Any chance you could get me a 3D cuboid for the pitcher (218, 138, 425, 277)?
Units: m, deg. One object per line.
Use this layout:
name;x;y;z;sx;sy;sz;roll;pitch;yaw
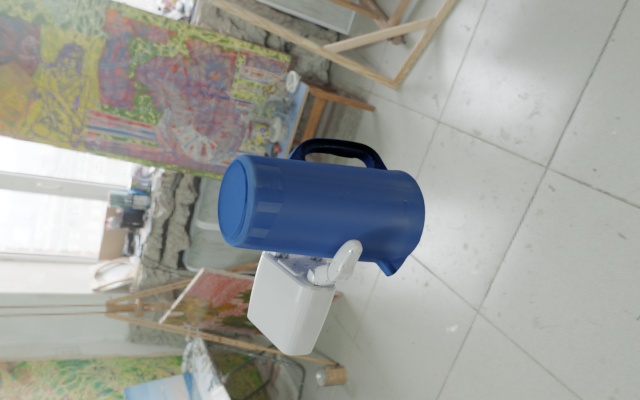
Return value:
pitcher;0.000;0.002;0.608;0.243;0.145;0.149;7;21;-31
